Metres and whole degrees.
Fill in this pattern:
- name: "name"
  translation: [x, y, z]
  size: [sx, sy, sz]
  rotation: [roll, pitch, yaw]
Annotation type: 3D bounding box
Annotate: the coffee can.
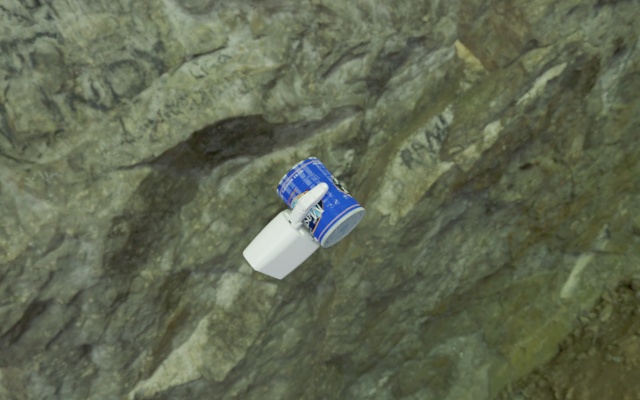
- name: "coffee can"
  translation: [0.000, 0.003, 0.895]
  size: [0.103, 0.140, 0.103]
  rotation: [-37, -18, -14]
